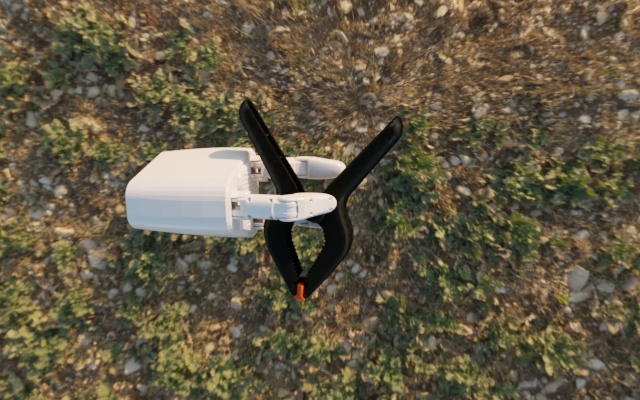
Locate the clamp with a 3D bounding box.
[{"bbox_3d":[0.000,0.002,0.490,0.164,0.210,0.036,1,12,10],"label":"clamp"}]
